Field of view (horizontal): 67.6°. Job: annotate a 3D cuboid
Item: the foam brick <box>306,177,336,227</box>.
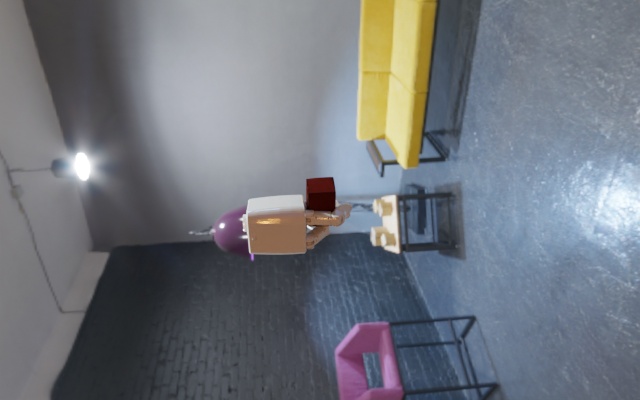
[{"bbox_3d":[0.000,0.003,0.884,0.051,0.078,0.053,-2,34,-4],"label":"foam brick"}]
